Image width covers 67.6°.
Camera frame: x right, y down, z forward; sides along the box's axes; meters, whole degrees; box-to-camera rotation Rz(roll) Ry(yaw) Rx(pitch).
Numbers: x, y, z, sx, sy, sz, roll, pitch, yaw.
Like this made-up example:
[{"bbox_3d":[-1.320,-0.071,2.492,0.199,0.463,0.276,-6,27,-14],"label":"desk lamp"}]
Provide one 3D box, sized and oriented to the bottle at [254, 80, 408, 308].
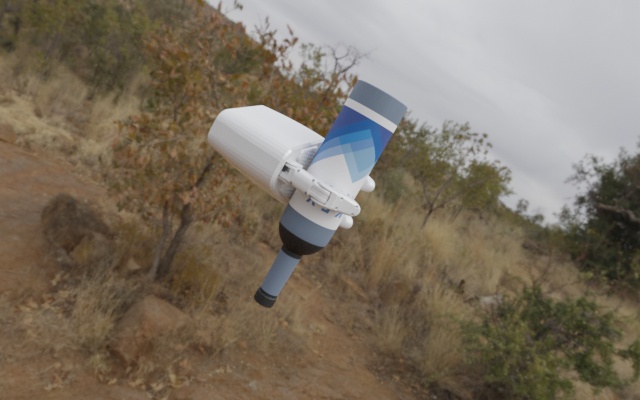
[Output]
[{"bbox_3d":[0.000,0.002,0.578,0.069,0.296,0.069,29,10,-5],"label":"bottle"}]
